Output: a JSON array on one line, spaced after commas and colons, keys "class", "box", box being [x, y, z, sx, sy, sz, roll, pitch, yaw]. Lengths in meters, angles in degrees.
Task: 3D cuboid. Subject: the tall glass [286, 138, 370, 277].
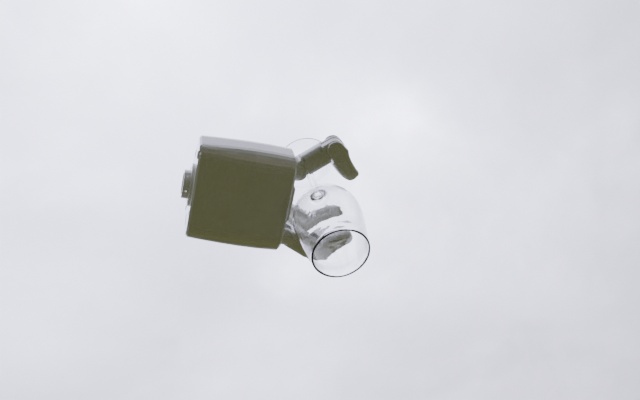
[{"class": "tall glass", "box": [0.000, 0.001, 0.561, 0.079, 0.079, 0.201, 0, 32, -15]}]
